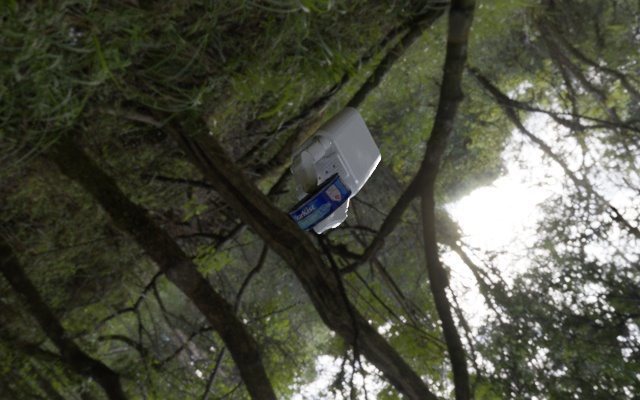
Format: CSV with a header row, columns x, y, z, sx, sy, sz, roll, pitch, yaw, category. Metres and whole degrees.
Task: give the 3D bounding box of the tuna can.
x,y,z,sx,sy,sz,roll,pitch,yaw,category
0.000,0.003,0.640,0.086,0.034,0.086,-39,6,5,tuna can
